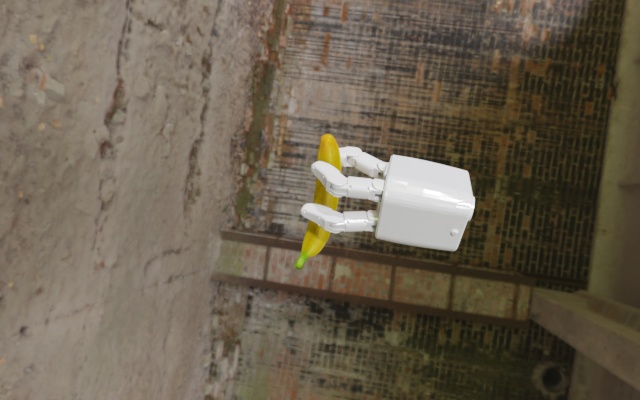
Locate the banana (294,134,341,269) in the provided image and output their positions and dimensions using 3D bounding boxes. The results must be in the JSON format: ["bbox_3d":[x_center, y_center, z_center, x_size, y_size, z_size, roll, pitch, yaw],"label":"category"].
[{"bbox_3d":[0.004,0.000,0.670,0.037,0.198,0.069,14,20,10],"label":"banana"}]
